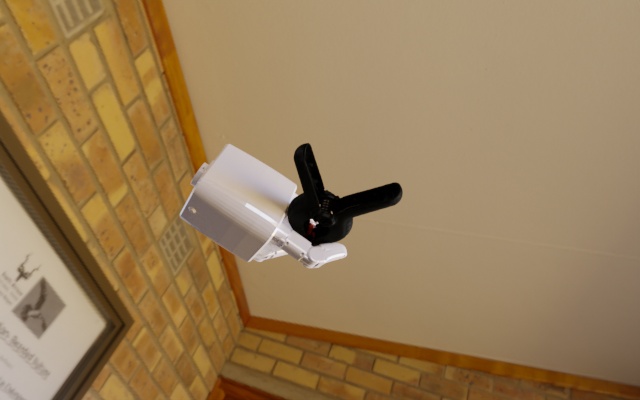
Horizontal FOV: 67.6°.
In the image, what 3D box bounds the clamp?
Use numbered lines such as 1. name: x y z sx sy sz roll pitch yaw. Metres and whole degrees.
1. clamp: 0.000 0.001 0.546 0.120 0.039 0.171 33 -40 -10
